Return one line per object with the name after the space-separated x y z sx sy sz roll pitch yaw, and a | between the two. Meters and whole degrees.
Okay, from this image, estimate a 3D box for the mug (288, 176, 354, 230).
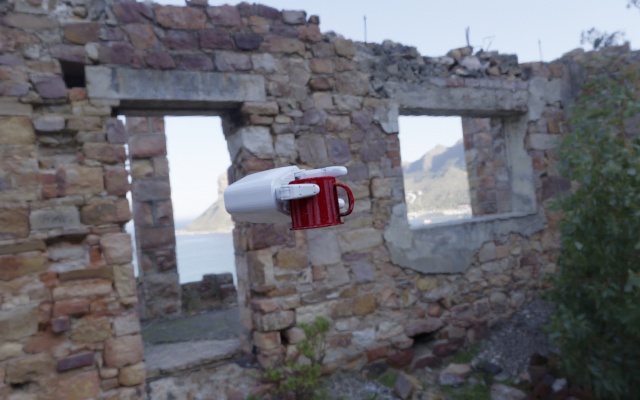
0.001 0.002 0.792 0.117 0.081 0.093 -7 -1 28 | mug
